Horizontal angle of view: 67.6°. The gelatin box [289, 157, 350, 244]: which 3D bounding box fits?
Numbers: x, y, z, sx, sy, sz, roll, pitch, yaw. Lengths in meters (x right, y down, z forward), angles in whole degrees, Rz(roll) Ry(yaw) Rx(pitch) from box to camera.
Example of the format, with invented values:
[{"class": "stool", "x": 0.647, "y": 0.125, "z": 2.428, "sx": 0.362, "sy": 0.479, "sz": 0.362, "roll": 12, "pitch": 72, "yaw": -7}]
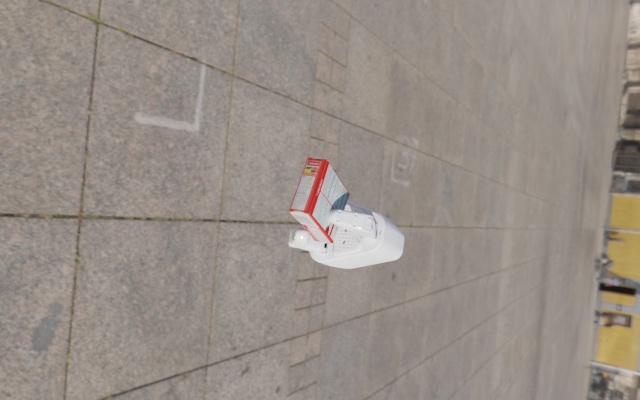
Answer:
[{"class": "gelatin box", "x": 0.000, "y": 0.002, "z": 0.582, "sx": 0.030, "sy": 0.073, "sz": 0.089, "roll": 8, "pitch": -24, "yaw": 26}]
